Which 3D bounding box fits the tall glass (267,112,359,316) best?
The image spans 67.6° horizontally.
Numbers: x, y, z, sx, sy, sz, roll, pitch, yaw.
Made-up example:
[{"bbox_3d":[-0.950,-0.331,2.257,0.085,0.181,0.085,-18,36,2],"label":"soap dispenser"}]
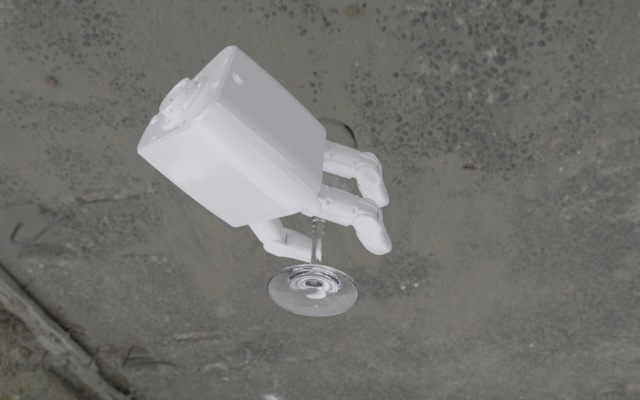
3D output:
[{"bbox_3d":[0.000,0.002,0.451,0.079,0.200,0.079,3,-43,3],"label":"tall glass"}]
